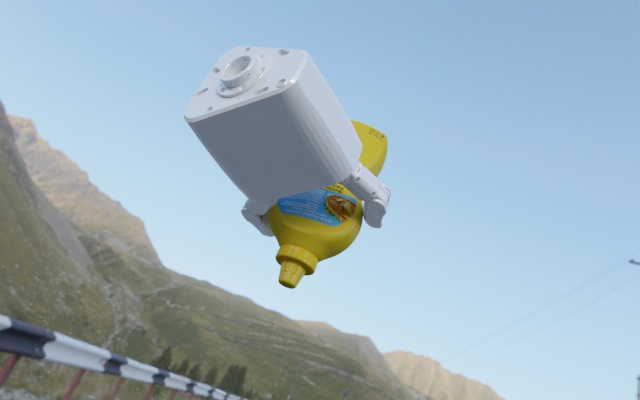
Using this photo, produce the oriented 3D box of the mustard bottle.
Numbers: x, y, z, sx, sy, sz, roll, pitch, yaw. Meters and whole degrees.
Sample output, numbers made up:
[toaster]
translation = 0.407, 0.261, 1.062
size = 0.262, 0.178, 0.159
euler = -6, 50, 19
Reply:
[mustard bottle]
translation = 0.000, 0.002, 0.494
size = 0.096, 0.191, 0.058
euler = 15, -30, 14
